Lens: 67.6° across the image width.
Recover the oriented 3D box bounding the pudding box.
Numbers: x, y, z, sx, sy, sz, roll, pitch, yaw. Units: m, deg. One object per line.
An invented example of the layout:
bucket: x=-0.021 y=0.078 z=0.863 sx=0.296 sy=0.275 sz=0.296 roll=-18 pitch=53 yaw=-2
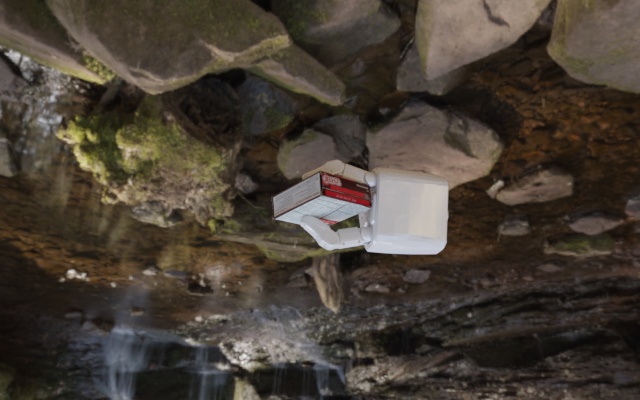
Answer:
pudding box: x=0.000 y=0.002 z=0.654 sx=0.090 sy=0.039 sz=0.113 roll=15 pitch=-29 yaw=-37
